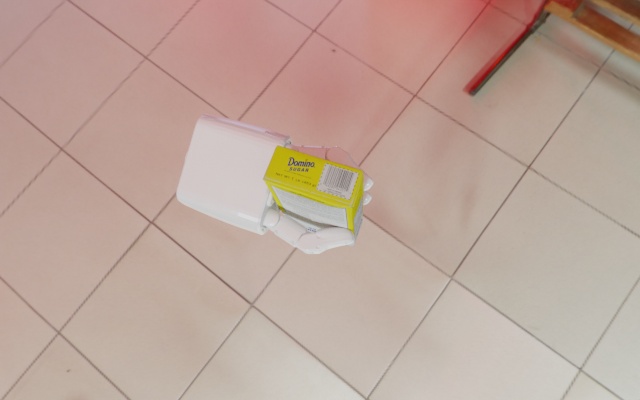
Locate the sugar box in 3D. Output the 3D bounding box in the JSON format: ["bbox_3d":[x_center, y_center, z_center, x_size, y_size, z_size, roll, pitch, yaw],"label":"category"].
[{"bbox_3d":[0.000,0.001,0.538,0.093,0.048,0.176,18,-13,9],"label":"sugar box"}]
